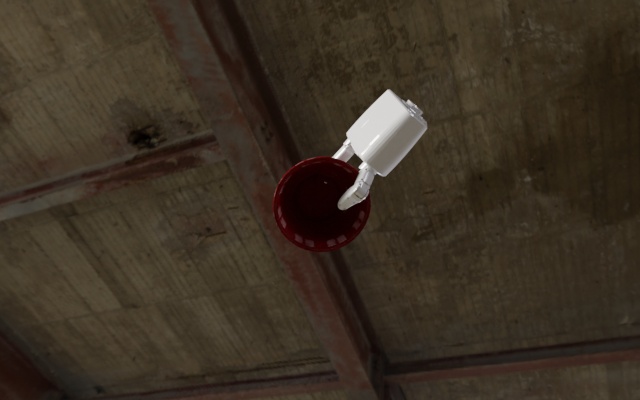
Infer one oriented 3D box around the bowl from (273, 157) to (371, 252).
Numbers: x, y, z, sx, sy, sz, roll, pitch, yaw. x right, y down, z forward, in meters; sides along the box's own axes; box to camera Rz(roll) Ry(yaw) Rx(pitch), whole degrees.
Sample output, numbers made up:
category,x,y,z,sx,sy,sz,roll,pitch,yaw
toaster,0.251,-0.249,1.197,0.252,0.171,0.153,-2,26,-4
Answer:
category,x,y,z,sx,sy,sz,roll,pitch,yaw
bowl,-0.001,0.003,0.803,0.162,0.162,0.055,0,14,-8
